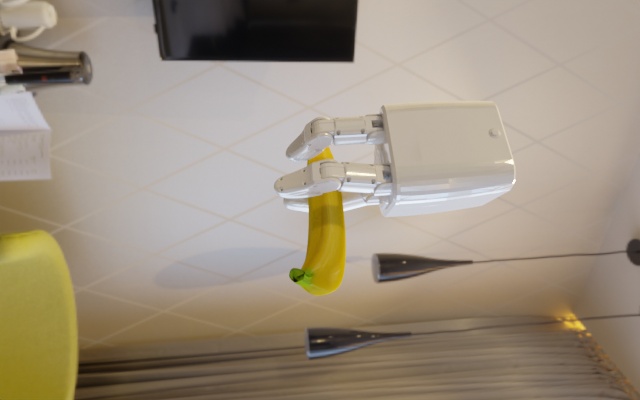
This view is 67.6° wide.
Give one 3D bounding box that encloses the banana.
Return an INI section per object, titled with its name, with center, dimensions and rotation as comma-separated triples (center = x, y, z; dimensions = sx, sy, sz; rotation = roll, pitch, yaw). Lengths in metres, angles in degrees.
[banana]
center = 0.003, 0.018, 0.442
dimensions = 0.037, 0.070, 0.197
rotation = -6, 39, 7
